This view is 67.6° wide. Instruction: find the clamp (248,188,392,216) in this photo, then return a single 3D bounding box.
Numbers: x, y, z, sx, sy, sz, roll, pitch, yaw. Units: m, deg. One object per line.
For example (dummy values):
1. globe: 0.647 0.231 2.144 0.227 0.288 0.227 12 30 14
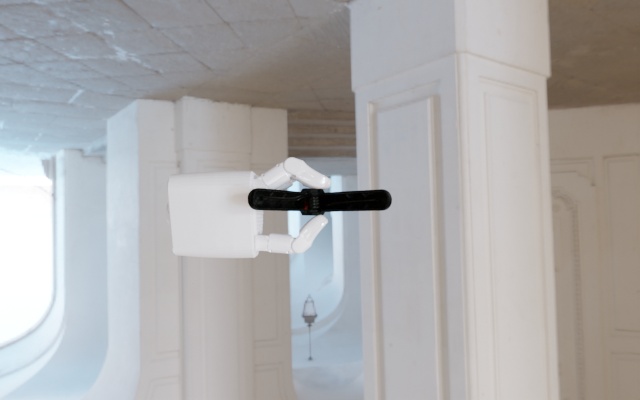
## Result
1. clamp: 0.000 0.003 0.628 0.164 0.036 0.210 1 -2 0
